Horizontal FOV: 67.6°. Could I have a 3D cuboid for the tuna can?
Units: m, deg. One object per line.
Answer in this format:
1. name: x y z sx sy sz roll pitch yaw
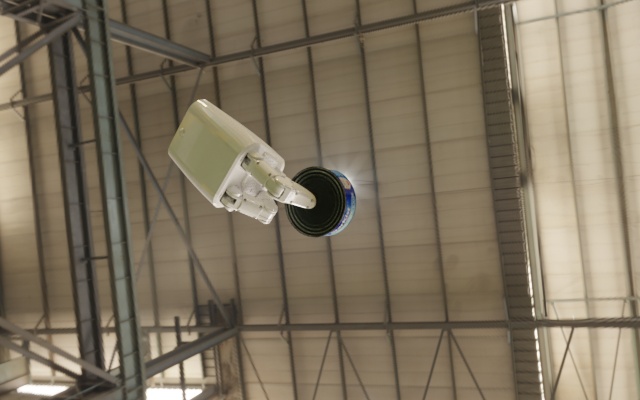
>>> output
1. tuna can: 0.000 0.002 0.588 0.086 0.086 0.034 0 -1 30
